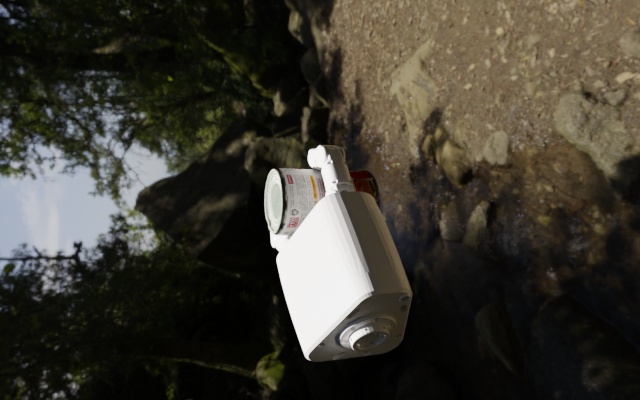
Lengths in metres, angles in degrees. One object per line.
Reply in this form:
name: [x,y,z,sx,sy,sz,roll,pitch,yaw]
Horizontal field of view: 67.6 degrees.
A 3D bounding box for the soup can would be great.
soup can: [0.000,0.001,0.490,0.102,0.068,0.068,0,0,-21]
